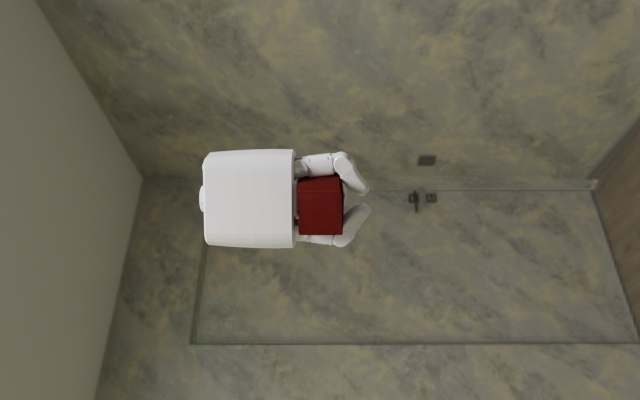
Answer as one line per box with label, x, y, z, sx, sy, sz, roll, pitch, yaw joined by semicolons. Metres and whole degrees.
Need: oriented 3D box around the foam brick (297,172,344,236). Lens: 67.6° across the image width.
foam brick;0.000;0.002;0.560;0.051;0.053;0.078;0;21;0
